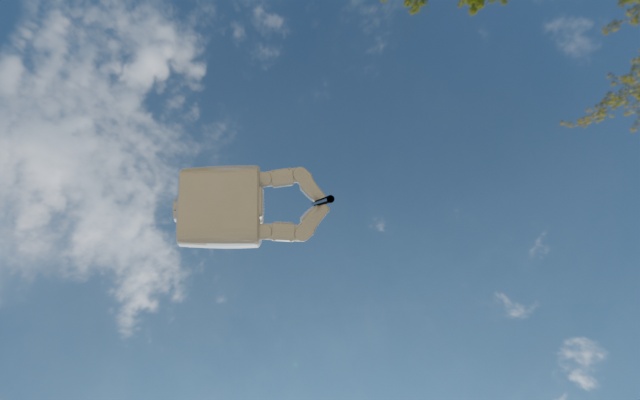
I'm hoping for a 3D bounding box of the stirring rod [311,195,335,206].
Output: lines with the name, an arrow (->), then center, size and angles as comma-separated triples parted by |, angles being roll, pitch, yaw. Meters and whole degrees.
stirring rod -> 0.000, 0.002, 0.600 | 0.011, 0.011, 0.239 | 0, -2, -5
